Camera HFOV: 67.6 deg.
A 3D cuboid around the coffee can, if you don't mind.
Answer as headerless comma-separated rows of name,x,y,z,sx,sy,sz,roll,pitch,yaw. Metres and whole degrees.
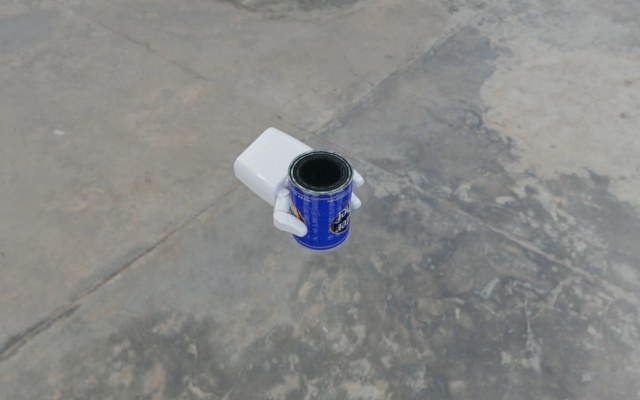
coffee can,0.000,0.003,0.780,0.103,0.102,0.140,0,-43,-1
